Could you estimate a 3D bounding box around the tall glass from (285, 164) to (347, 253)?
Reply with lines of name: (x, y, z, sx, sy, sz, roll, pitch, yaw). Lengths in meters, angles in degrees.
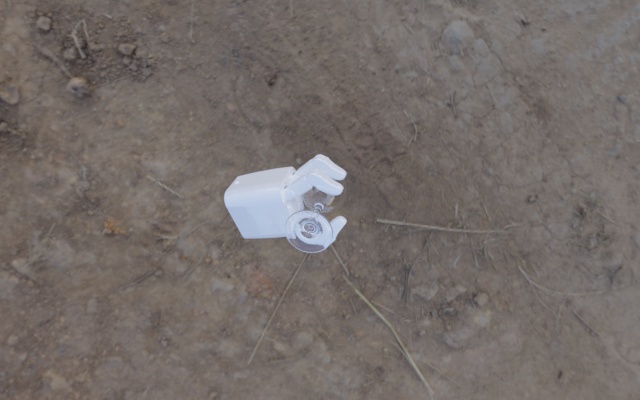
tall glass: (0.000, 0.003, 0.802, 0.079, 0.079, 0.201, 0, 27, 12)
